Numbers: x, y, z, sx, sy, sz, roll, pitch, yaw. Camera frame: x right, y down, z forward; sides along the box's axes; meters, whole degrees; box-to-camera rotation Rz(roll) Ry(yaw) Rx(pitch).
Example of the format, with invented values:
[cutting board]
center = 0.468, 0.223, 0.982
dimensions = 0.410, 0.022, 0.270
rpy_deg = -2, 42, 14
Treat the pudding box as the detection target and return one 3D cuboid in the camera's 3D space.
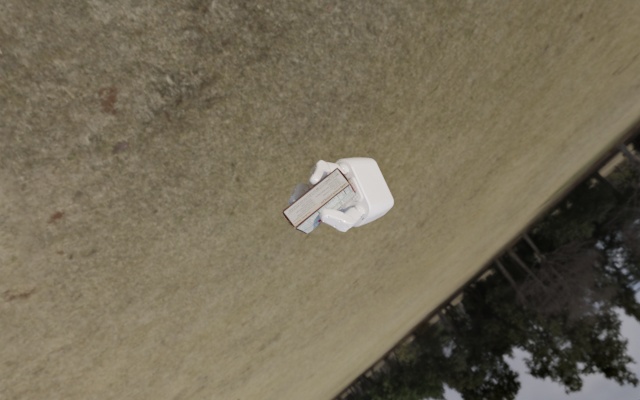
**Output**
[pudding box]
center = 0.000, 0.003, 0.760
dimensions = 0.113, 0.039, 0.090
rpy_deg = -40, -14, 1
